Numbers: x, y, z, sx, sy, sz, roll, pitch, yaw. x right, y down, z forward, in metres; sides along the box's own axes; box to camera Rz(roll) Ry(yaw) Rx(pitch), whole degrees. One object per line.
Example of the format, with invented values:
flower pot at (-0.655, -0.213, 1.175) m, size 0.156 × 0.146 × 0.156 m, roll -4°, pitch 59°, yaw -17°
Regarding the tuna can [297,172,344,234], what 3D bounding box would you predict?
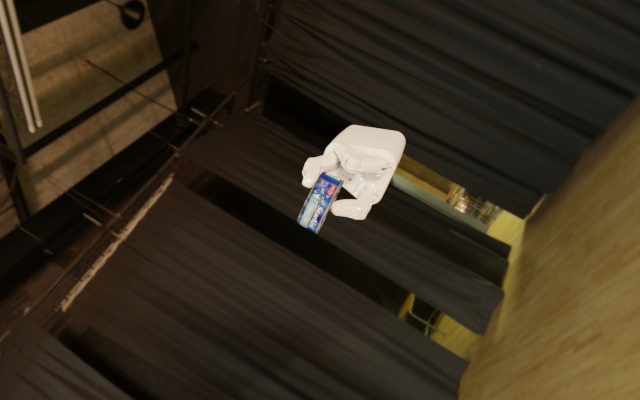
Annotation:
tuna can at (0.000, 0.002, 0.683) m, size 0.034 × 0.086 × 0.086 m, roll 27°, pitch 1°, yaw 3°
